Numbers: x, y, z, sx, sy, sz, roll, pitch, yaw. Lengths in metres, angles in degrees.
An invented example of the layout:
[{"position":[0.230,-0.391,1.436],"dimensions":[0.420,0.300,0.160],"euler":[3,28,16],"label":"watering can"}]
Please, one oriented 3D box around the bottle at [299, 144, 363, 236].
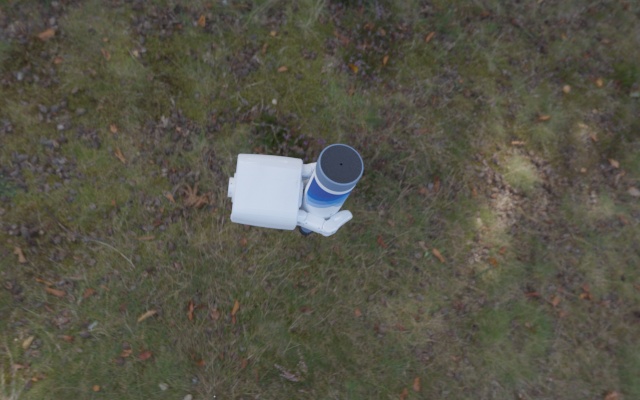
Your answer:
[{"position":[0.000,0.003,0.815],"dimensions":[0.069,0.069,0.296],"euler":[0,-22,-13],"label":"bottle"}]
